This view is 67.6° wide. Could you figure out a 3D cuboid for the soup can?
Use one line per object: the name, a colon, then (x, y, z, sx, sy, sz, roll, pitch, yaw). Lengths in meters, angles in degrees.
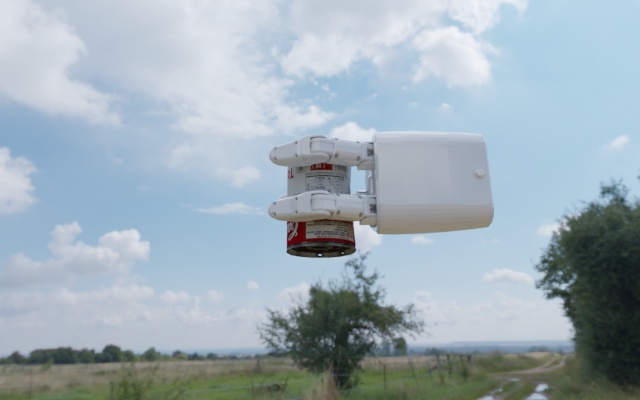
soup can: (0.000, 0.001, 0.477, 0.068, 0.102, 0.068, -1, -16, 0)
